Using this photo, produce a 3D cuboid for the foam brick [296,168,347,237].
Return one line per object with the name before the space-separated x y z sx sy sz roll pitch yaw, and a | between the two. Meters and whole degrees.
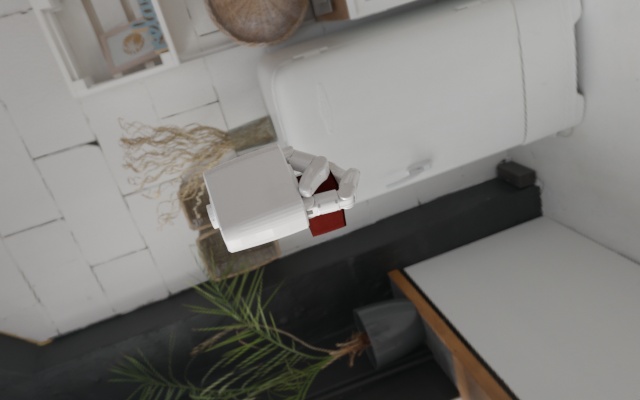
foam brick | 0.000 0.002 0.658 0.051 0.053 0.078 -20 -41 -8
